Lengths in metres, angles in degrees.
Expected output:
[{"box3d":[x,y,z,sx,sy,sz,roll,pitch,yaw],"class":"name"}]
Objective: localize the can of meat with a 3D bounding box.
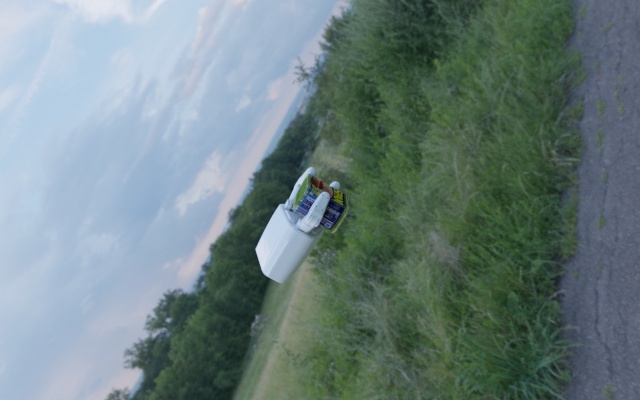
[{"box3d":[0.000,0.003,0.861,0.084,0.057,0.102,29,18,-10],"class":"can of meat"}]
